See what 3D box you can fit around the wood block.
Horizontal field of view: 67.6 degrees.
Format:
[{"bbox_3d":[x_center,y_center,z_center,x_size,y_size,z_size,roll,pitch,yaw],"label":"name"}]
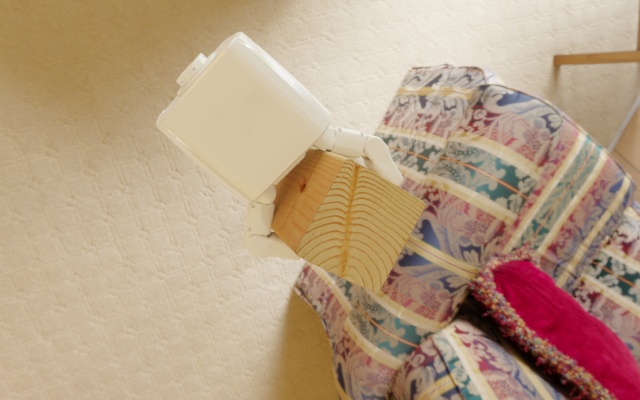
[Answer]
[{"bbox_3d":[0.000,0.002,0.486,0.090,0.091,0.206,28,2,-24],"label":"wood block"}]
